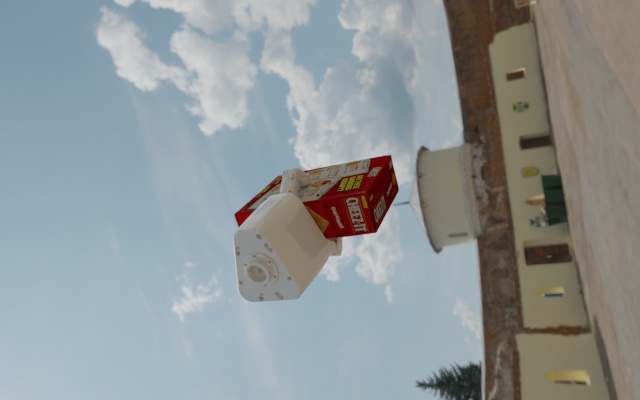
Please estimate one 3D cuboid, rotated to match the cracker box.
[{"bbox_3d":[0.000,0.002,0.746,0.214,0.072,0.164,-9,20,25],"label":"cracker box"}]
